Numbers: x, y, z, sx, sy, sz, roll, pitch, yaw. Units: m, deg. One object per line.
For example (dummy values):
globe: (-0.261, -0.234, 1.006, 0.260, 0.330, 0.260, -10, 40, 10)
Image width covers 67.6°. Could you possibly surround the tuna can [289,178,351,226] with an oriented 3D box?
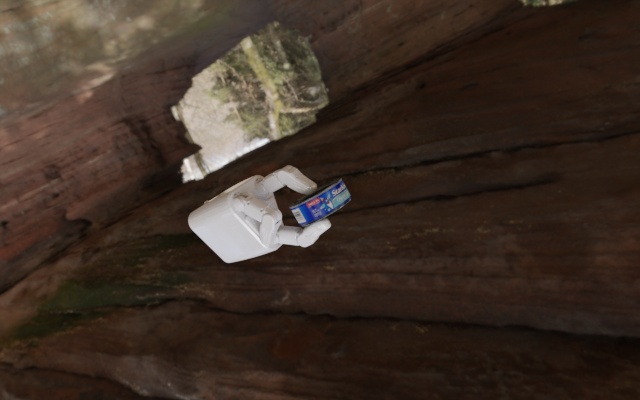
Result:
tuna can: (0.000, 0.003, 0.681, 0.086, 0.034, 0.086, -29, 6, 3)
